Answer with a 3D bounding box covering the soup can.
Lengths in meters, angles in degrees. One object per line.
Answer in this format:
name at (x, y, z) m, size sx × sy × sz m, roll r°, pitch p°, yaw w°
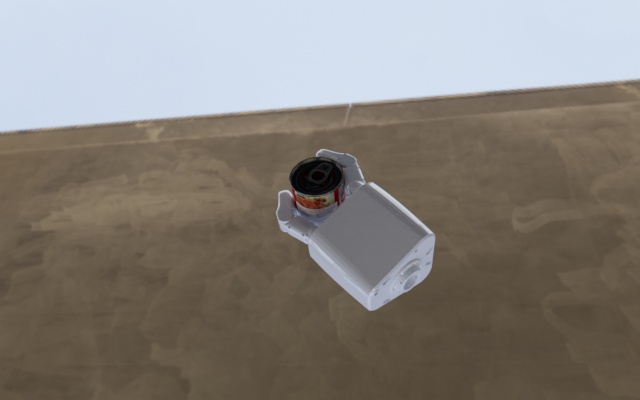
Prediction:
soup can at (0.000, 0.002, 0.630) m, size 0.068 × 0.068 × 0.102 m, roll 0°, pitch -41°, yaw 8°
